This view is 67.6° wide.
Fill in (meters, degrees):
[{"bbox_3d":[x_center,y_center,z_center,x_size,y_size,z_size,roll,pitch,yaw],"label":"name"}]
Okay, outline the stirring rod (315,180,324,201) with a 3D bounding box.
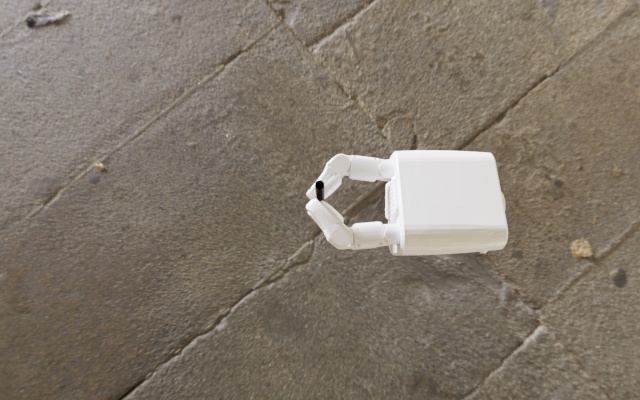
[{"bbox_3d":[0.000,0.002,0.519,0.011,0.011,0.239,0,-7,0],"label":"stirring rod"}]
